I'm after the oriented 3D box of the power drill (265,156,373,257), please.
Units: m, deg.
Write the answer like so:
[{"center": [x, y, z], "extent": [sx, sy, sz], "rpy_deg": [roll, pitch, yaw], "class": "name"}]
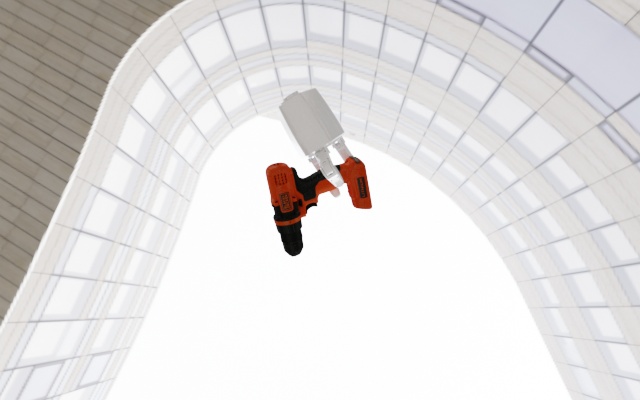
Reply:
[{"center": [0.001, 0.003, 0.896], "extent": [0.187, 0.184, 0.057], "rpy_deg": [-15, 21, -12], "class": "power drill"}]
